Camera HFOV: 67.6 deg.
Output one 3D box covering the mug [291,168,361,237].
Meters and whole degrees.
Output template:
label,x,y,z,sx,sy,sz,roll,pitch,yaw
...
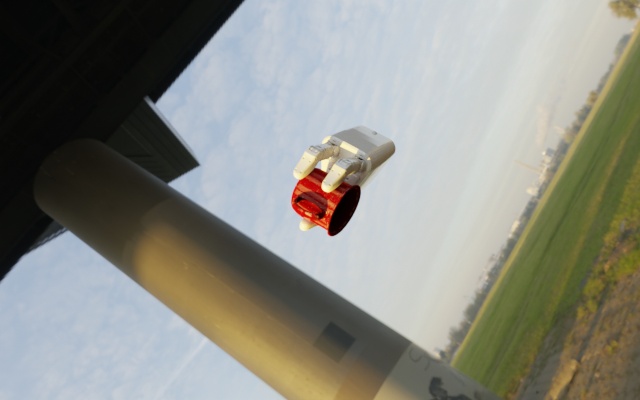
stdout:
label,x,y,z,sx,sy,sz,roll,pitch,yaw
mug,-0.001,0.003,0.762,0.081,0.093,0.117,30,33,23
